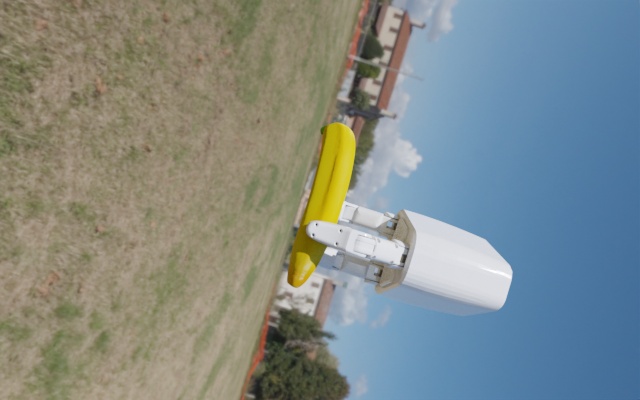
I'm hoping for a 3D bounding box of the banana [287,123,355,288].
[{"bbox_3d":[0.005,-0.009,0.491,0.037,0.197,0.070,18,-27,-8],"label":"banana"}]
